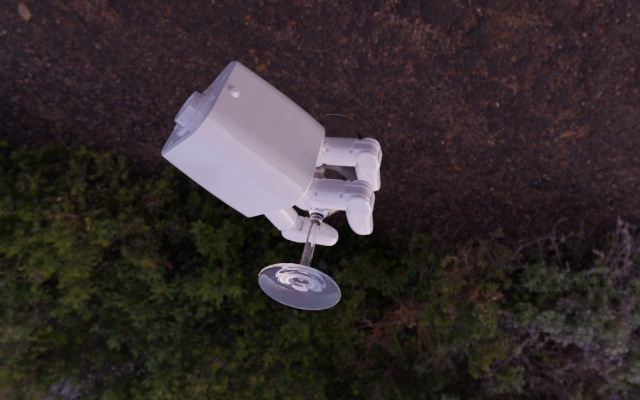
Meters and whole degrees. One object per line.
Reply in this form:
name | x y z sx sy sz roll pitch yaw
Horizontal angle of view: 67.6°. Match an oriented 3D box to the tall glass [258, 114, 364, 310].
tall glass | 0.000 0.002 0.478 0.079 0.201 0.079 9 -39 7
